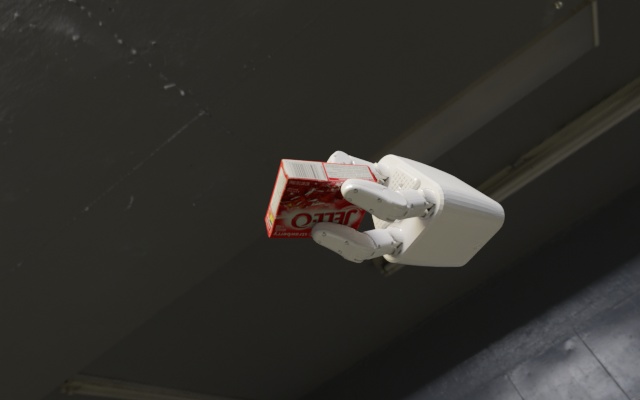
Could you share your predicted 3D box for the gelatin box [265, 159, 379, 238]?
[{"bbox_3d":[0.000,0.001,0.442,0.089,0.073,0.030,3,42,-22],"label":"gelatin box"}]
